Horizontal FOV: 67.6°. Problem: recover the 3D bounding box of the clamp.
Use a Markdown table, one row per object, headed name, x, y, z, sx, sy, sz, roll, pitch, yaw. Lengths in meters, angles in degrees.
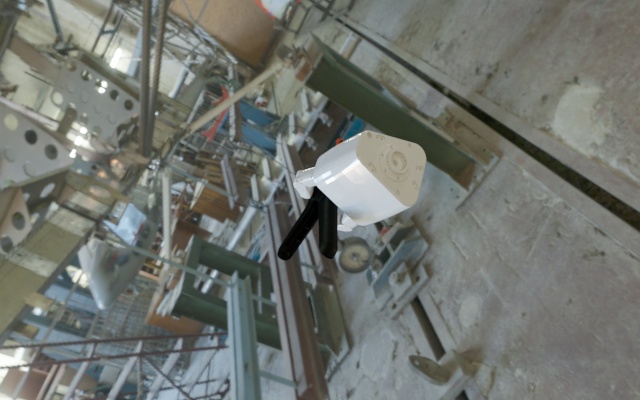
| name | x | y | z | sx | sy | sz | roll | pitch | yaw |
| --- | --- | --- | --- | --- | --- | --- | --- | --- | --- |
| clamp | 0.000 | 0.002 | 0.743 | 0.036 | 0.210 | 0.164 | 29 | -26 | -23 |
